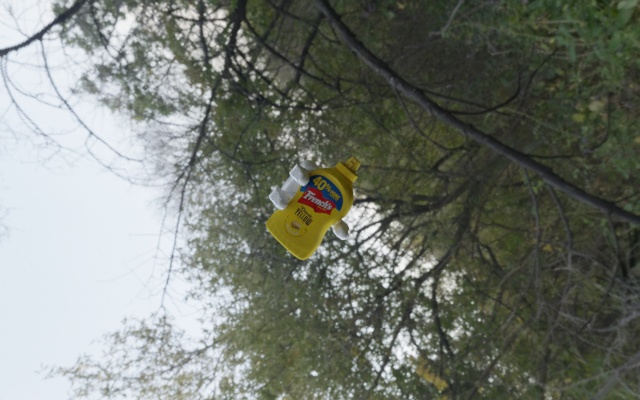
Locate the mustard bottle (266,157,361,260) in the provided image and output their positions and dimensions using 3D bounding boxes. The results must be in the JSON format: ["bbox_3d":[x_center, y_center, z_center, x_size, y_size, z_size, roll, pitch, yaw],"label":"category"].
[{"bbox_3d":[0.000,0.003,0.820,0.096,0.191,0.058,43,8,14],"label":"mustard bottle"}]
